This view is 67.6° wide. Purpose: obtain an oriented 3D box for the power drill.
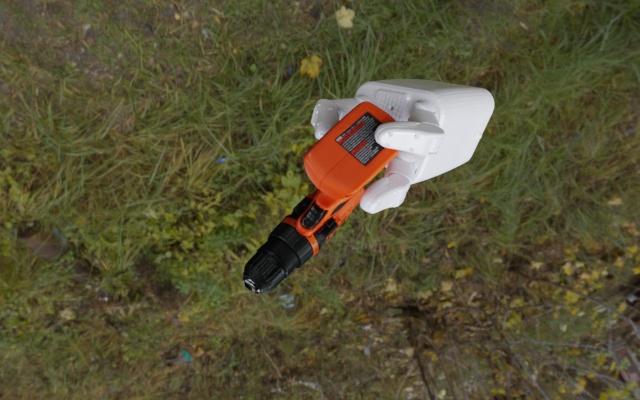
[{"bbox_3d":[0.000,0.001,0.473,0.184,0.057,0.188,-47,-6,-31],"label":"power drill"}]
